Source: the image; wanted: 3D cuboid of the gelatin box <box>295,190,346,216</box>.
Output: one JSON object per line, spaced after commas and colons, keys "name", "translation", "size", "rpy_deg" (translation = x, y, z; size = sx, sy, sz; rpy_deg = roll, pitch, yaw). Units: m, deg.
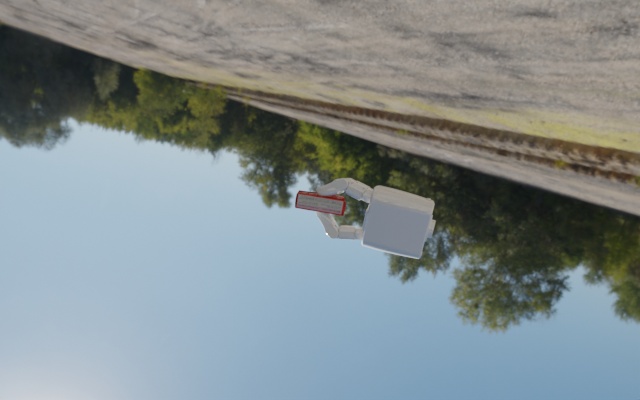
{"name": "gelatin box", "translation": [0.000, 0.003, 0.867], "size": [0.089, 0.030, 0.073], "rpy_deg": [9, 5, -1]}
